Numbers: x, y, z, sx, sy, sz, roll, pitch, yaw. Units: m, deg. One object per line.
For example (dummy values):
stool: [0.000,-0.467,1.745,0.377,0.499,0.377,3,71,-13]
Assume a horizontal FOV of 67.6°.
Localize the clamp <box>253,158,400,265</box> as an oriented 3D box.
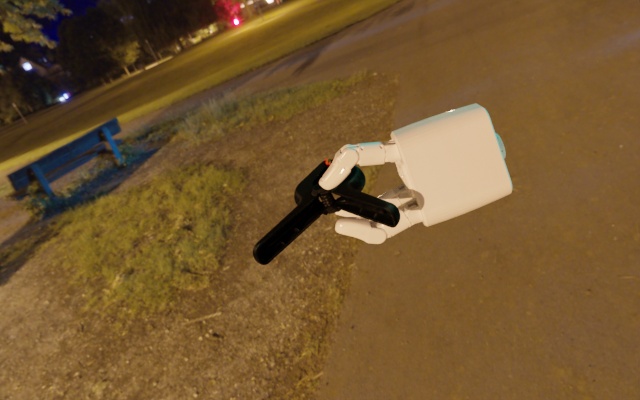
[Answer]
clamp: [0.000,0.001,0.584,0.164,0.036,0.210,-19,24,6]
